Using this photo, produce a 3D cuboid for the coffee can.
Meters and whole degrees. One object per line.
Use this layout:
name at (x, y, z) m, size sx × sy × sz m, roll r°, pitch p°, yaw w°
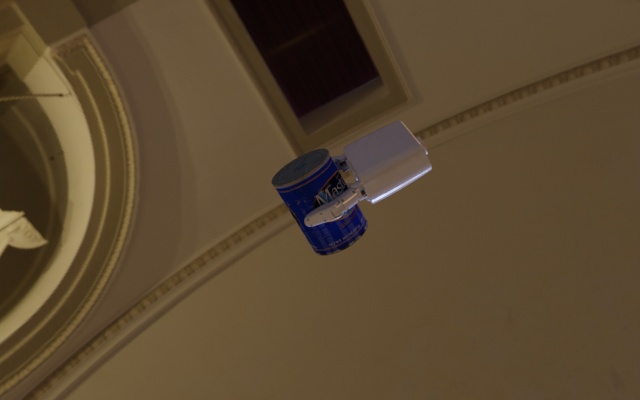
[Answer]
coffee can at (0.000, 0.003, 0.770) m, size 0.103 × 0.140 × 0.102 m, roll -26°, pitch 21°, yaw 11°
